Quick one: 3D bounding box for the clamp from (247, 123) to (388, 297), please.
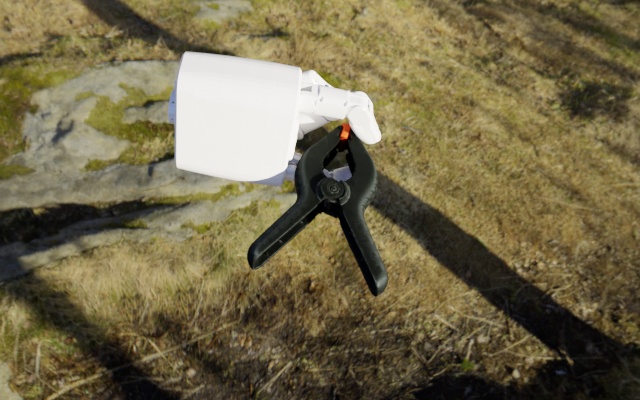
[{"bbox_3d":[0.000,0.001,0.438,0.120,0.171,0.039,8,-33,-9],"label":"clamp"}]
